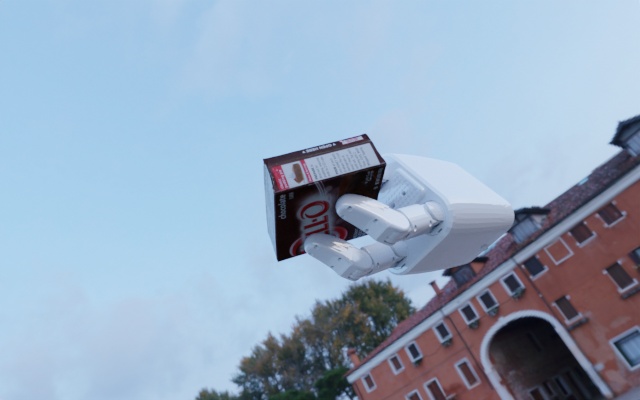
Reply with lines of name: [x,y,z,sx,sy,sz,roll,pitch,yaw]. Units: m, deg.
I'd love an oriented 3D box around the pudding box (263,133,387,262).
pudding box: [0.000,0.001,0.401,0.090,0.039,0.114,-16,-33,-14]
